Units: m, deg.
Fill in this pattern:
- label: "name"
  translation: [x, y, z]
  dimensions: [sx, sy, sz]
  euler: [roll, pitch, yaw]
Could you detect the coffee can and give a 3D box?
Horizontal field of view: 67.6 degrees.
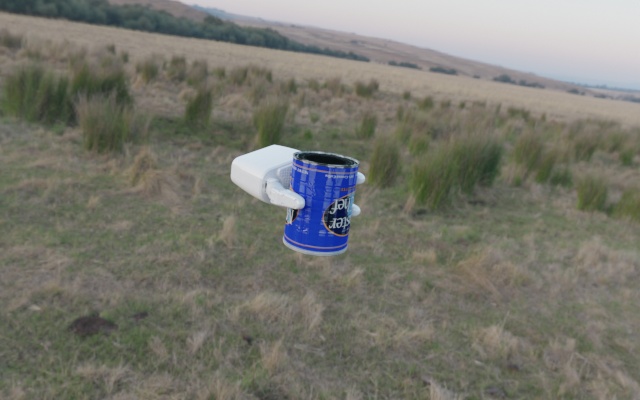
- label: "coffee can"
  translation: [0.000, 0.003, 0.739]
  dimensions: [0.103, 0.140, 0.102]
  euler: [7, 15, -2]
